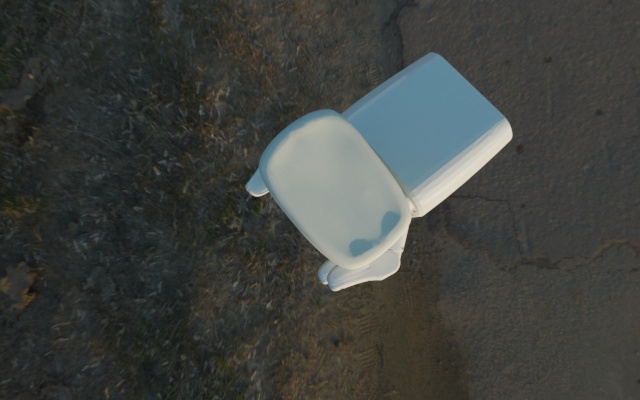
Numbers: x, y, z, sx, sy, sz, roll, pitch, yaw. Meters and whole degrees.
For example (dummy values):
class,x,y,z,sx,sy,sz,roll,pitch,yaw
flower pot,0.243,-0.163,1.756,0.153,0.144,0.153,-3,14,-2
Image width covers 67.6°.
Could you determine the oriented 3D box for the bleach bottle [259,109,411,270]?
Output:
class,x,y,z,sx,sy,sz,roll,pitch,yaw
bleach bottle,0.000,0.001,0.414,0.068,0.102,0.251,-39,1,-6
